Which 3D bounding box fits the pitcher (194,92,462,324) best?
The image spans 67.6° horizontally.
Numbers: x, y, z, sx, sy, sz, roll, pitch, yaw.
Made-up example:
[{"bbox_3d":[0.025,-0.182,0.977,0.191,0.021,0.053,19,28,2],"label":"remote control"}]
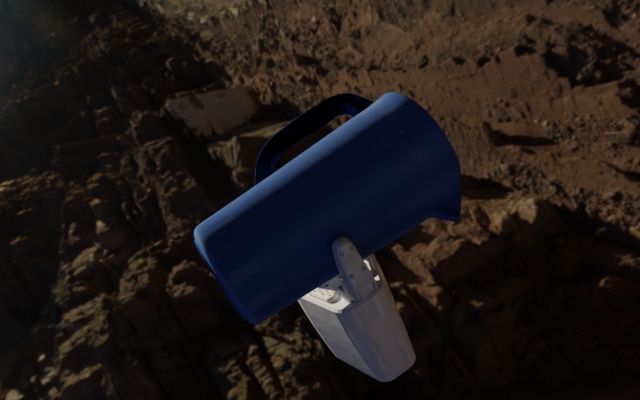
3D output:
[{"bbox_3d":[0.000,0.002,0.472,0.243,0.145,0.149,-33,22,-12],"label":"pitcher"}]
